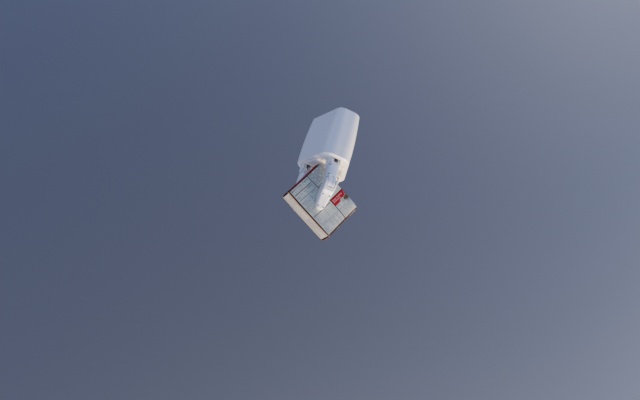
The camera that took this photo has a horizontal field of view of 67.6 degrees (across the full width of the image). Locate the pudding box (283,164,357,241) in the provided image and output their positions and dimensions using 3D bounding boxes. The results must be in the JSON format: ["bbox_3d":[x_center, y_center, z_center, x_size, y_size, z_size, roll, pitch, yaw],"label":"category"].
[{"bbox_3d":[0.000,0.003,0.881,0.090,0.113,0.039,-44,3,-27],"label":"pudding box"}]
